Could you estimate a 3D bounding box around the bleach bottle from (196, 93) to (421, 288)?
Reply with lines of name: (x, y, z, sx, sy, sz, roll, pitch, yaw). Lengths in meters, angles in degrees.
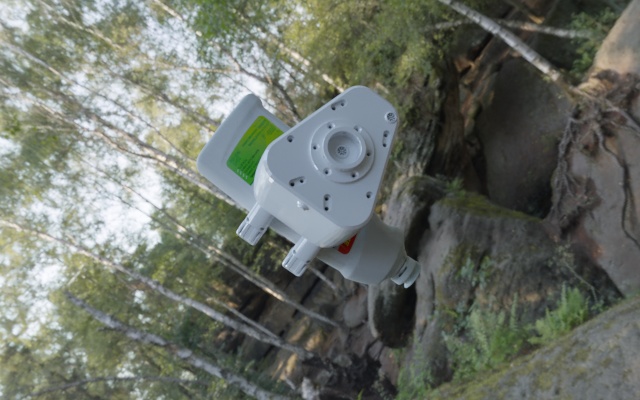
bleach bottle: (0.000, 0.002, 0.502, 0.251, 0.102, 0.068, 35, -14, -2)
